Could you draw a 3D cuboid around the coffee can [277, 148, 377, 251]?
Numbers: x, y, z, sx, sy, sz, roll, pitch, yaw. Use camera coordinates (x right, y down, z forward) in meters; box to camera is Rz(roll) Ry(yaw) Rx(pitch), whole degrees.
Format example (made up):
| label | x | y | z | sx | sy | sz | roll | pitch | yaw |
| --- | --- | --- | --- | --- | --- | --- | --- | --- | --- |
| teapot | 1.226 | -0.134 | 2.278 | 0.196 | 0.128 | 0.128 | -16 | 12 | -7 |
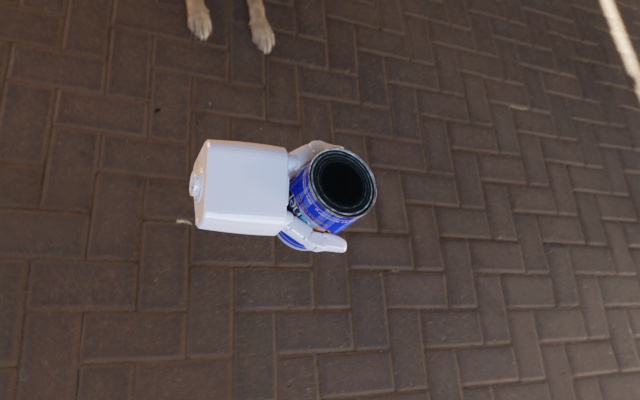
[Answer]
| label | x | y | z | sx | sy | sz | roll | pitch | yaw |
| --- | --- | --- | --- | --- | --- | --- | --- | --- | --- |
| coffee can | 0.000 | 0.002 | 0.680 | 0.103 | 0.102 | 0.140 | 0 | -22 | -28 |
